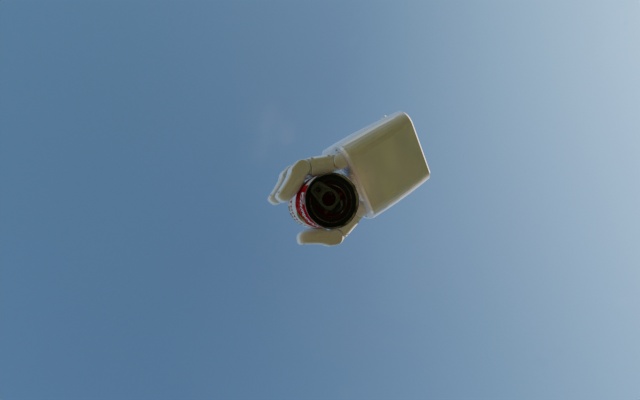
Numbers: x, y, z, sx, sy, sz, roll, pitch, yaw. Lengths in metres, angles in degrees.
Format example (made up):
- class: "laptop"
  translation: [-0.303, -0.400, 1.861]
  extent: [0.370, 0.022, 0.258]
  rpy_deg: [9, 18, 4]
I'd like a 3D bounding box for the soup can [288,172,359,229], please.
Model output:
- class: "soup can"
  translation: [0.000, 0.002, 0.611]
  extent: [0.068, 0.068, 0.102]
  rpy_deg: [0, -2, -16]
